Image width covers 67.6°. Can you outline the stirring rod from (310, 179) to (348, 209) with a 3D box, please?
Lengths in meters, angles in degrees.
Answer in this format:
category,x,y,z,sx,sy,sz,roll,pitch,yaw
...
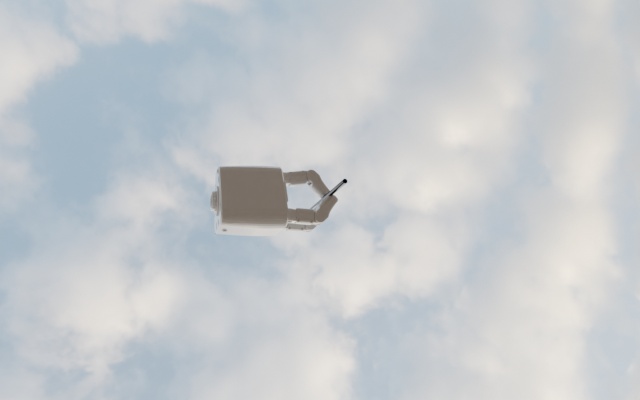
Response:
category,x,y,z,sx,sy,sz,roll,pitch,yaw
stirring rod,0.000,0.003,0.843,0.011,0.011,0.239,0,-16,-19
